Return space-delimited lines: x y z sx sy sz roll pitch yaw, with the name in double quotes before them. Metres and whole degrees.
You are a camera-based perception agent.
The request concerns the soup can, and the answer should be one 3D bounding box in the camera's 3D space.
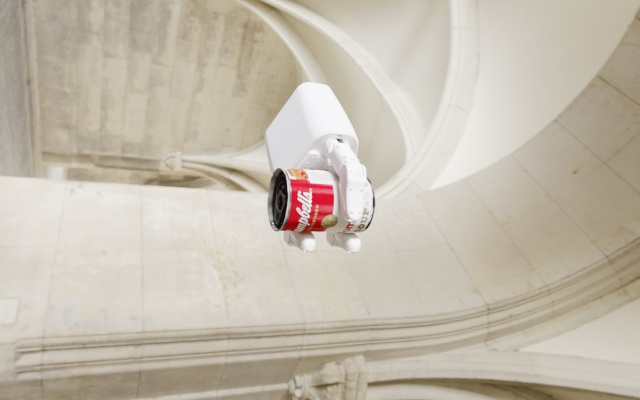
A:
"soup can" 0.001 0.002 0.525 0.102 0.068 0.068 3 -1 -24
